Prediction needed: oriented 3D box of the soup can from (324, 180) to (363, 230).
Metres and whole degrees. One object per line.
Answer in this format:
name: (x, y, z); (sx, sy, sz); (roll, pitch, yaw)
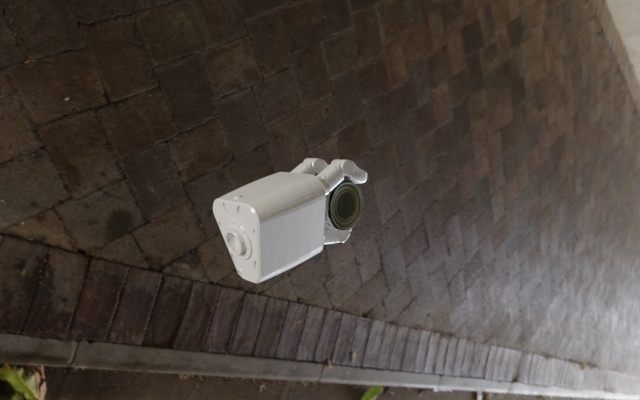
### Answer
soup can: (0.001, 0.002, 0.663); (0.068, 0.068, 0.102); (0, 5, -44)
